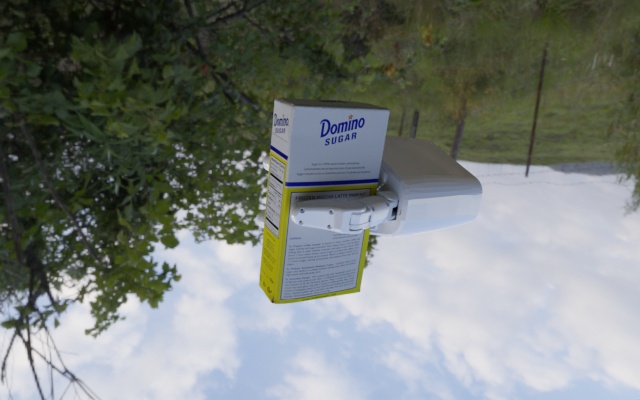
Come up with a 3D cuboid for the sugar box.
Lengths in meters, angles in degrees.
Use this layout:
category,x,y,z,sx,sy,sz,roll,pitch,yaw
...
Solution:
category,x,y,z,sx,sy,sz,roll,pitch,yaw
sugar box,0.000,0.001,0.422,0.093,0.176,0.048,-3,19,-29
